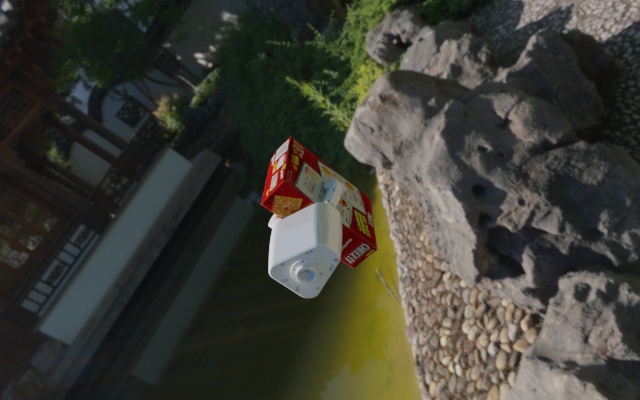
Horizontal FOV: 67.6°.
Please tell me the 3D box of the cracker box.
[{"bbox_3d":[0.000,0.003,0.874,0.214,0.072,0.164,37,27,-22],"label":"cracker box"}]
